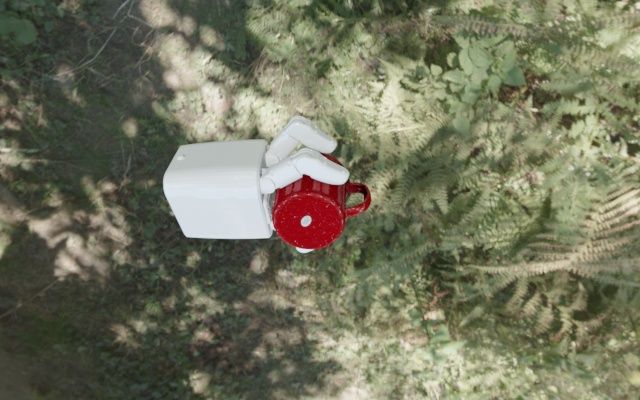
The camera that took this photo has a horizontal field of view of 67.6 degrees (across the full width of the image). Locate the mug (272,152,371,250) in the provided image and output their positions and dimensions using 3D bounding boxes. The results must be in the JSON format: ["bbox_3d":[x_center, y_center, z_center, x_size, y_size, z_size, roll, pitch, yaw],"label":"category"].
[{"bbox_3d":[0.002,0.002,0.551,0.117,0.093,0.081,-2,35,4],"label":"mug"}]
